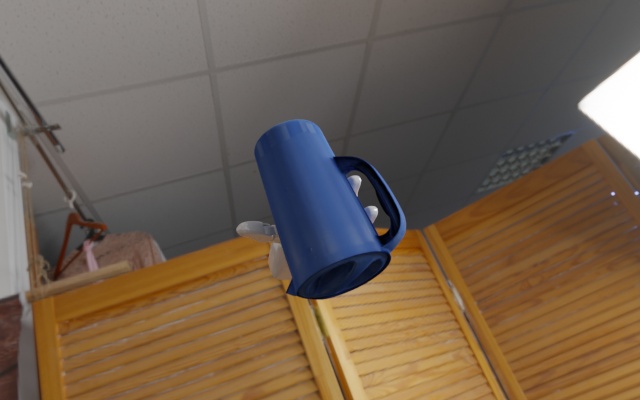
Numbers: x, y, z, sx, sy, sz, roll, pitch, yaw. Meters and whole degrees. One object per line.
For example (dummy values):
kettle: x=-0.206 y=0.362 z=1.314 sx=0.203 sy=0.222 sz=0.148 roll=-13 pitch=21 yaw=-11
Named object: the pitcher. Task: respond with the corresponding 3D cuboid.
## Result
pitcher: x=0.000 y=0.002 z=0.668 sx=0.149 sy=0.242 sz=0.145 roll=-11 pitch=-30 yaw=-23
